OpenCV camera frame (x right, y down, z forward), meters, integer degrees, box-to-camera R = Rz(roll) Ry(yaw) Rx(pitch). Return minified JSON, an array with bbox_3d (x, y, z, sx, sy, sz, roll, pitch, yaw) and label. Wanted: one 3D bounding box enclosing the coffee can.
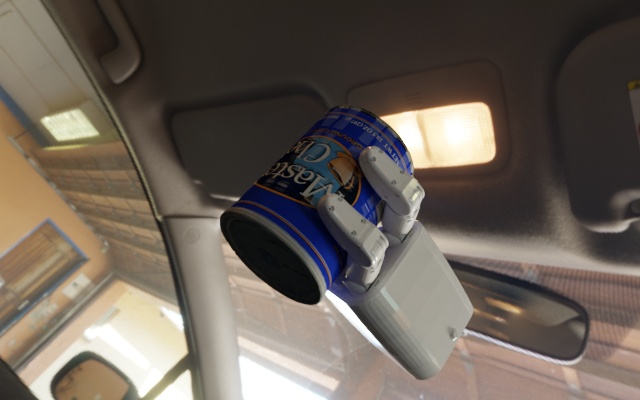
[{"bbox_3d":[0.000,0.001,0.405,0.103,0.103,0.140,0,41,51],"label":"coffee can"}]
